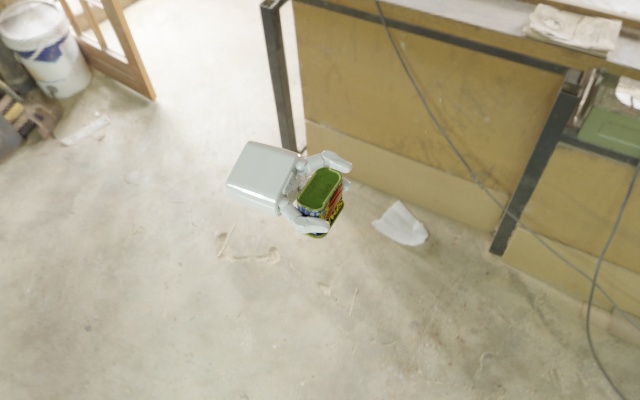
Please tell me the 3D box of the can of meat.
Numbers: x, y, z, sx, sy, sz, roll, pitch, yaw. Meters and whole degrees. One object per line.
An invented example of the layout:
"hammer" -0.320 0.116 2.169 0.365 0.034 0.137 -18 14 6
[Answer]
"can of meat" 0.000 0.003 0.846 0.057 0.102 0.084 22 -33 19
